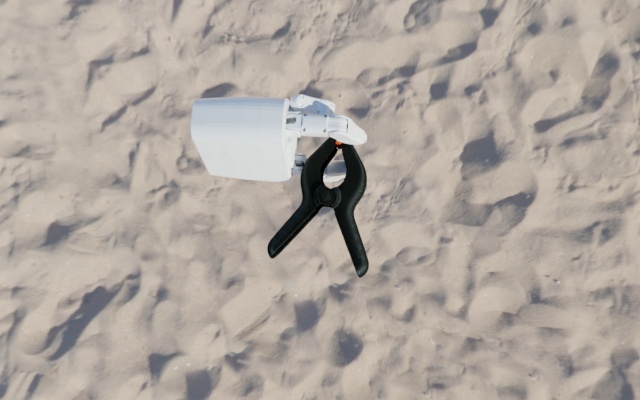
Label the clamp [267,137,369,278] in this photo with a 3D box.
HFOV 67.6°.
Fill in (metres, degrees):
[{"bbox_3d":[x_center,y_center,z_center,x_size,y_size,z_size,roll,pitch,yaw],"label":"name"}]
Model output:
[{"bbox_3d":[0.000,0.002,0.564,0.120,0.171,0.039,3,-9,4],"label":"clamp"}]
